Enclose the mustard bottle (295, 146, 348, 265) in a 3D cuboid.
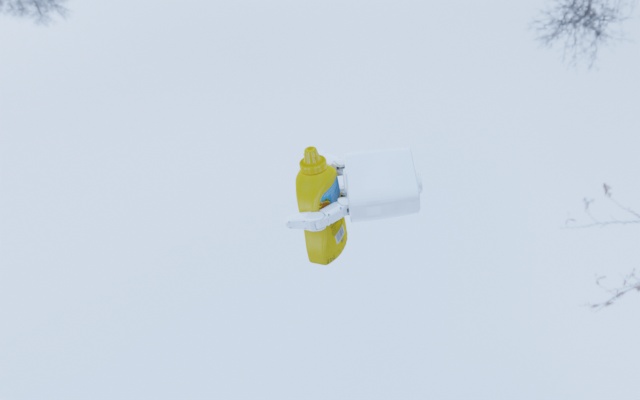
[{"bbox_3d":[0.000,0.003,0.750,0.058,0.192,0.096,9,39,25],"label":"mustard bottle"}]
